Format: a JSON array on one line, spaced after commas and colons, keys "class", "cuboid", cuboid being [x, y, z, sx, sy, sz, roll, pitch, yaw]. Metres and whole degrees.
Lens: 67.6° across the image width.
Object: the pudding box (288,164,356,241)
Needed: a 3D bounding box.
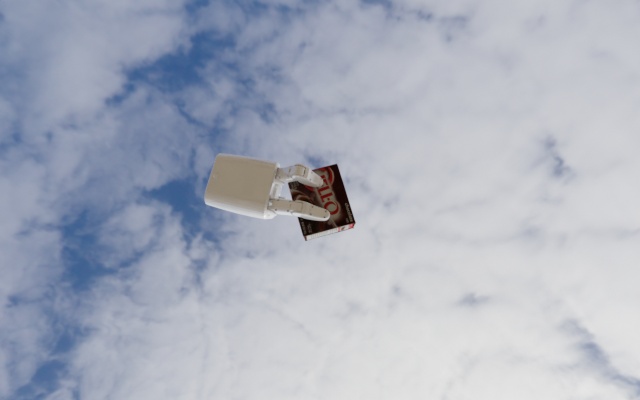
[{"class": "pudding box", "cuboid": [0.000, 0.003, 0.801, 0.090, 0.113, 0.039, -15, -17, -5]}]
